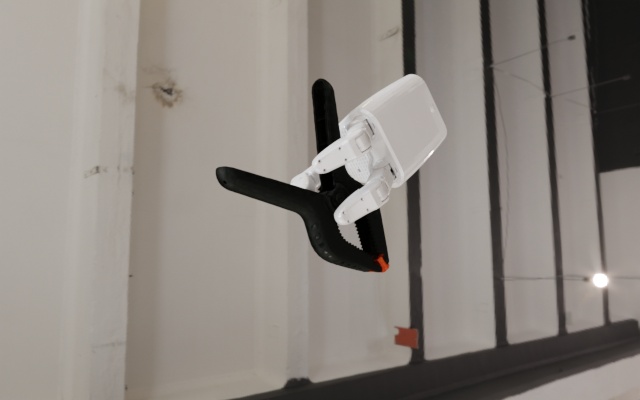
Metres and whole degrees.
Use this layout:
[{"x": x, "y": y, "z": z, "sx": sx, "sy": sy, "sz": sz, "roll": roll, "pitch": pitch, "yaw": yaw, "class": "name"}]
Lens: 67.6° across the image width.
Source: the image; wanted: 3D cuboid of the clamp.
[{"x": 0.000, "y": 0.002, "z": 0.487, "sx": 0.164, "sy": 0.210, "sz": 0.036, "roll": -40, "pitch": 19, "yaw": -32, "class": "clamp"}]
